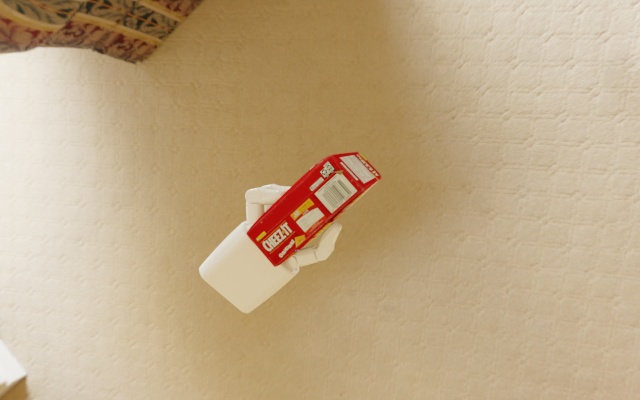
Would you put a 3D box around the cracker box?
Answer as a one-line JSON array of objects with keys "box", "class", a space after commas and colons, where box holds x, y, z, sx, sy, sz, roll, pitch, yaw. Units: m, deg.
[{"box": [0.000, 0.003, 0.722, 0.164, 0.072, 0.213, -42, -4, 15], "class": "cracker box"}]
